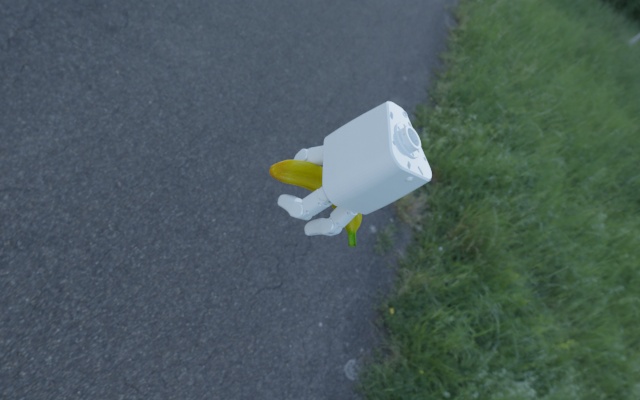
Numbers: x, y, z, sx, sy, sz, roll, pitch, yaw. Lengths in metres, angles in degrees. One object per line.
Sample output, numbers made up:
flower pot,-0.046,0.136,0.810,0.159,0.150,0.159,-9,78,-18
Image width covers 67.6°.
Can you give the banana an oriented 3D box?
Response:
banana,0.006,-0.011,0.694,0.037,0.069,0.198,-18,-46,38
